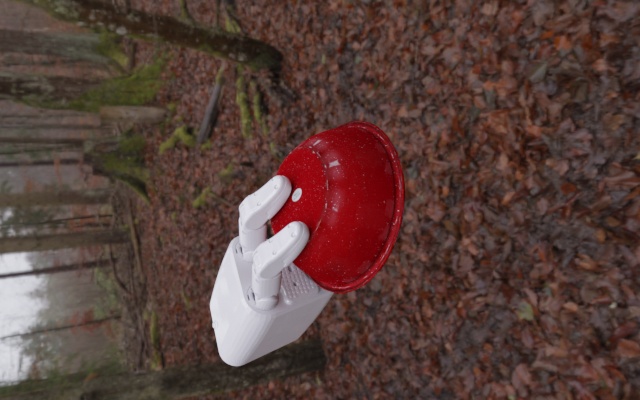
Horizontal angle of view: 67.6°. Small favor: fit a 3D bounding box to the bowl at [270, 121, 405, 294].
[{"bbox_3d":[0.000,0.000,0.433,0.055,0.162,0.162,10,-6,-35],"label":"bowl"}]
